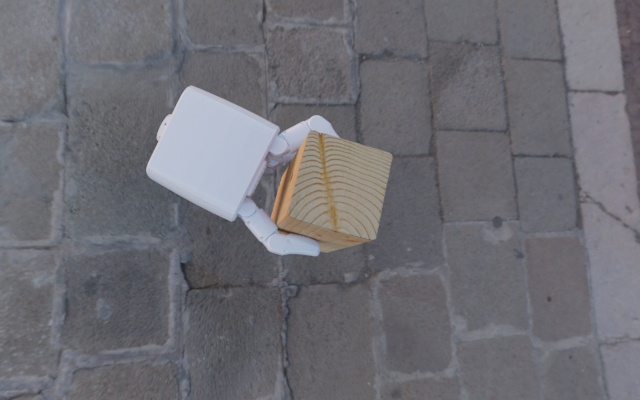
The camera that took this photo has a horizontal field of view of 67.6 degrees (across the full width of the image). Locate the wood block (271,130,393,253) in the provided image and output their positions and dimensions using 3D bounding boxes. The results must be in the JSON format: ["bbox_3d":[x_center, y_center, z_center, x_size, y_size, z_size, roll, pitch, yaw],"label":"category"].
[{"bbox_3d":[0.000,0.002,0.554,0.090,0.091,0.206,16,-12,-9],"label":"wood block"}]
